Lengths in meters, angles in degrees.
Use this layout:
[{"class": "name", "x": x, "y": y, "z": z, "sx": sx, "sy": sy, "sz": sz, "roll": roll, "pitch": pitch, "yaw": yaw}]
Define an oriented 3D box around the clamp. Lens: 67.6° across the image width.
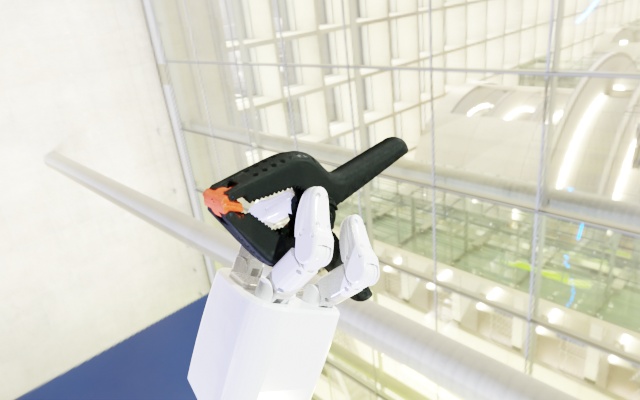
[{"class": "clamp", "x": -0.001, "y": 0.001, "z": 0.408, "sx": 0.036, "sy": 0.164, "sz": 0.210, "roll": 16, "pitch": -1, "yaw": 44}]
